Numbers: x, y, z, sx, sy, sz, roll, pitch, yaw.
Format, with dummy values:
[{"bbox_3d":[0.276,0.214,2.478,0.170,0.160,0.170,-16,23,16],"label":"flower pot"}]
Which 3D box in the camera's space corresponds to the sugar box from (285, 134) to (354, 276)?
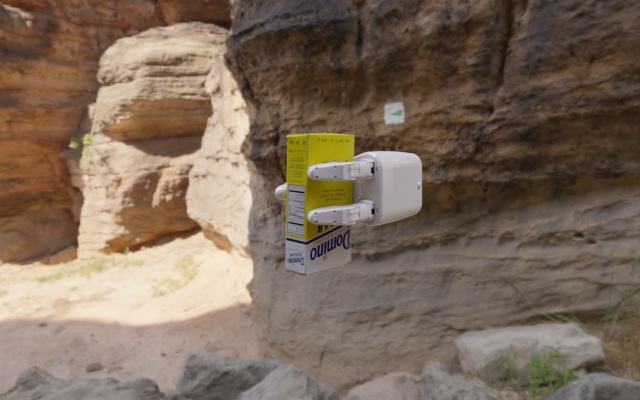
[{"bbox_3d":[0.001,0.002,0.624,0.048,0.176,0.093,4,8,43],"label":"sugar box"}]
